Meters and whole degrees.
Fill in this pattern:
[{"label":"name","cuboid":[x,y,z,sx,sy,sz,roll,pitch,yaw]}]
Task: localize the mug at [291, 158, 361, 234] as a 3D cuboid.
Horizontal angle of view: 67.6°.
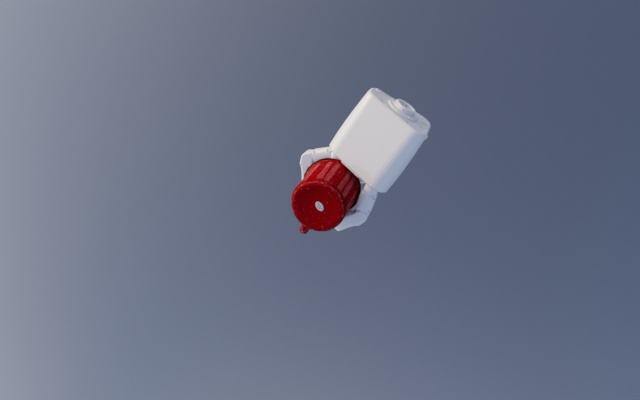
[{"label":"mug","cuboid":[-0.001,0.003,0.709,0.093,0.117,0.081,35,28,0]}]
